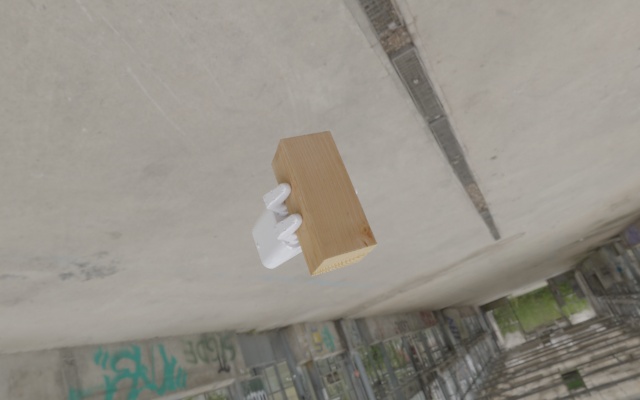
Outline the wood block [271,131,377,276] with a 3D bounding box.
[{"bbox_3d":[0.000,0.003,0.769,0.091,0.206,0.090,-13,-21,-22],"label":"wood block"}]
